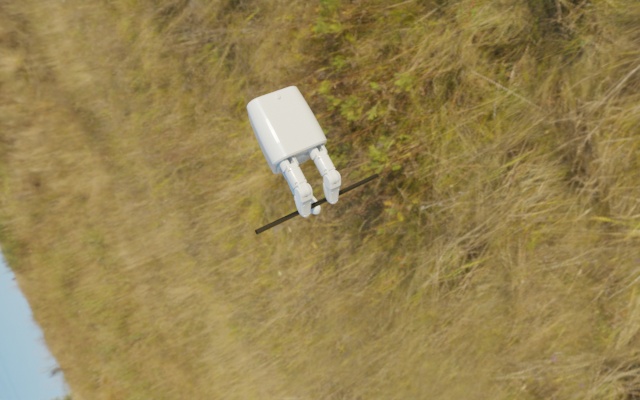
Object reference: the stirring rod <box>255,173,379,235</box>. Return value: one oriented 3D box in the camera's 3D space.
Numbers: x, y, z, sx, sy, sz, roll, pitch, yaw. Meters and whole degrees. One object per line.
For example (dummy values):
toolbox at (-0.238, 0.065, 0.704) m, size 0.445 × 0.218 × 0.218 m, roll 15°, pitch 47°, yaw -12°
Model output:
stirring rod at (0.000, 0.002, 0.785) m, size 0.239 × 0.011 × 0.011 m, roll -25°, pitch 11°, yaw -25°
